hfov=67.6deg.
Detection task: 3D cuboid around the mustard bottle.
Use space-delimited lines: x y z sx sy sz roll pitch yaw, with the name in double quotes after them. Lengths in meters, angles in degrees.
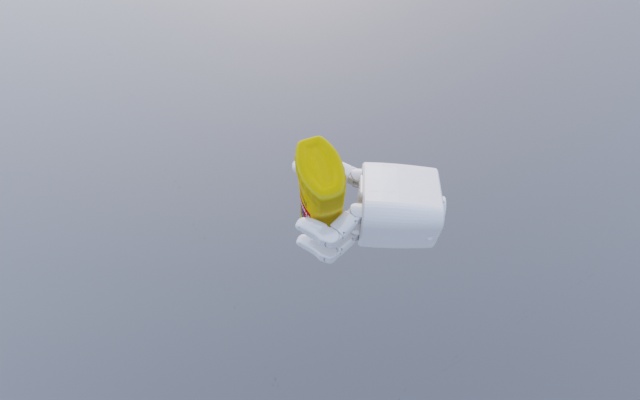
0.000 0.002 0.665 0.058 0.096 0.192 -18 -27 -9 "mustard bottle"
